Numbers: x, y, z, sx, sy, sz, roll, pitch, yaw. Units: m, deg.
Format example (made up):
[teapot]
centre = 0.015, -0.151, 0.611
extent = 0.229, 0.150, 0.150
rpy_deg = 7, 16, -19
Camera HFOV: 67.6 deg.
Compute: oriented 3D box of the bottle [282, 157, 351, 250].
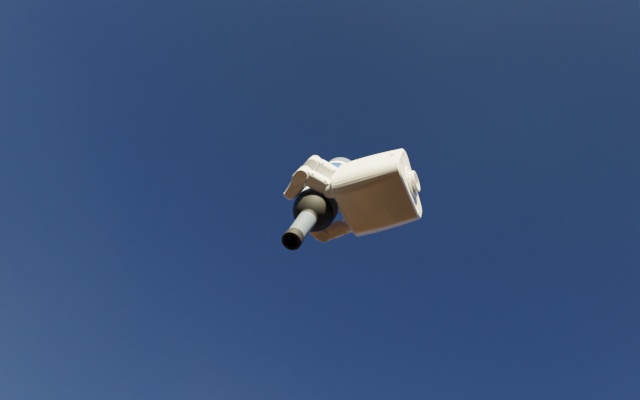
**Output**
[bottle]
centre = 0.000, 0.002, 0.766
extent = 0.069, 0.069, 0.295
rpy_deg = 0, 21, 17
